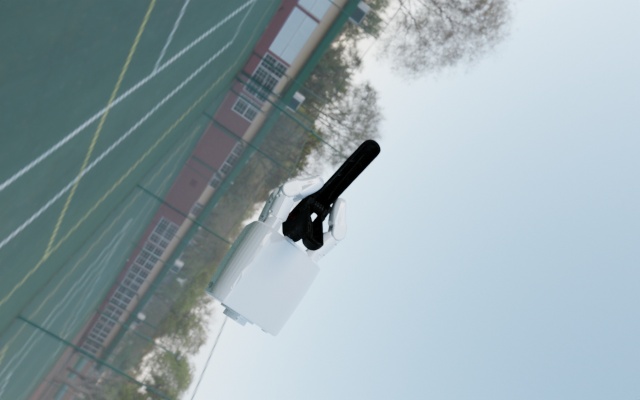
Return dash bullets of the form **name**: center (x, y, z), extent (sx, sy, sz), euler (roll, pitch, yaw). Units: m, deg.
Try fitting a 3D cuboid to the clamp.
- **clamp**: center (0.000, 0.003, 0.647), extent (0.036, 0.164, 0.210), euler (39, -18, -10)
